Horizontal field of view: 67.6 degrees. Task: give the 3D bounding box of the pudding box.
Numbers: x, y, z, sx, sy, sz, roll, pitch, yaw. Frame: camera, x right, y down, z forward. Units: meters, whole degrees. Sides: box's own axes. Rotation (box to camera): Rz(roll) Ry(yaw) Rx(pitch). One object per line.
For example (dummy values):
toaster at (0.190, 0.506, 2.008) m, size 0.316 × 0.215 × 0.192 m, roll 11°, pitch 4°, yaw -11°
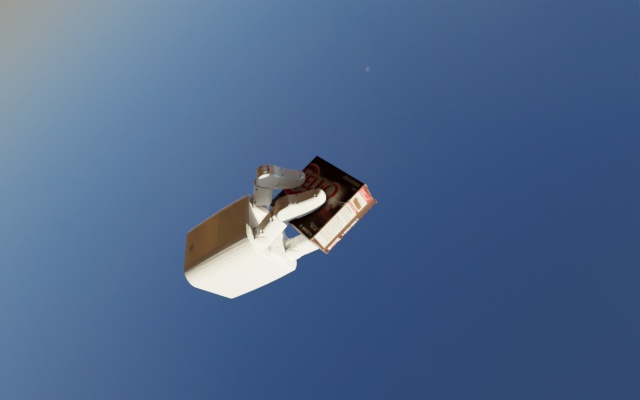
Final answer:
pudding box at (0.000, 0.002, 0.584) m, size 0.113 × 0.090 × 0.039 m, roll 36°, pitch -10°, yaw 49°
